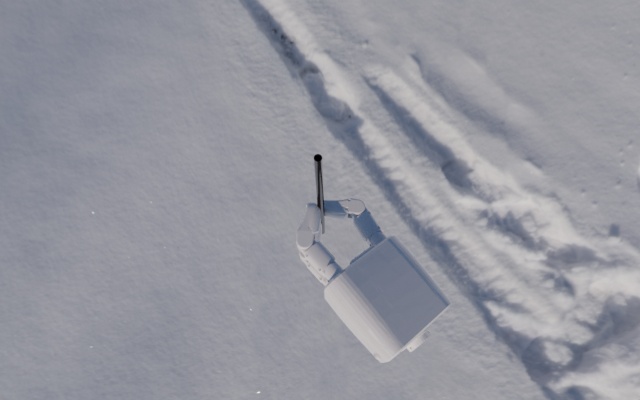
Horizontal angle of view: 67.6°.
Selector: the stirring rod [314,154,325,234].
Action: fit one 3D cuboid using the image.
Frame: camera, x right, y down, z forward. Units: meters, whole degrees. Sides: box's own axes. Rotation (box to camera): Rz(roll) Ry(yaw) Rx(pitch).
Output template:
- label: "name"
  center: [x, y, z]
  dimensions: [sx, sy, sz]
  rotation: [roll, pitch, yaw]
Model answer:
- label: "stirring rod"
  center: [0.000, 0.002, 0.555]
  dimensions: [0.011, 0.011, 0.240]
  rotation: [0, -20, 1]
